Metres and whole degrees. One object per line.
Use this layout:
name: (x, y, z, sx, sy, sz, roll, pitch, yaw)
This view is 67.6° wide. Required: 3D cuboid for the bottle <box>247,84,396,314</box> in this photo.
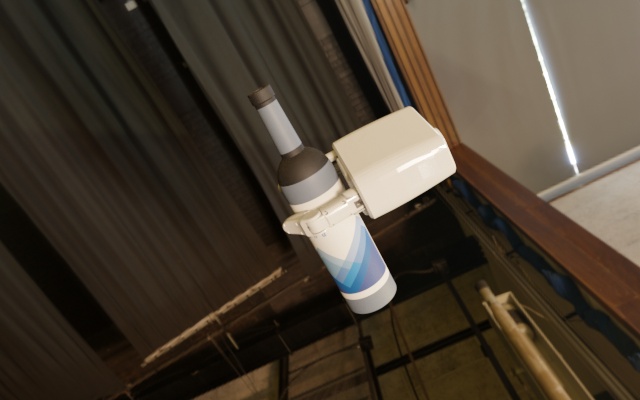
bottle: (0.000, 0.002, 0.563, 0.069, 0.296, 0.069, -25, 21, 10)
